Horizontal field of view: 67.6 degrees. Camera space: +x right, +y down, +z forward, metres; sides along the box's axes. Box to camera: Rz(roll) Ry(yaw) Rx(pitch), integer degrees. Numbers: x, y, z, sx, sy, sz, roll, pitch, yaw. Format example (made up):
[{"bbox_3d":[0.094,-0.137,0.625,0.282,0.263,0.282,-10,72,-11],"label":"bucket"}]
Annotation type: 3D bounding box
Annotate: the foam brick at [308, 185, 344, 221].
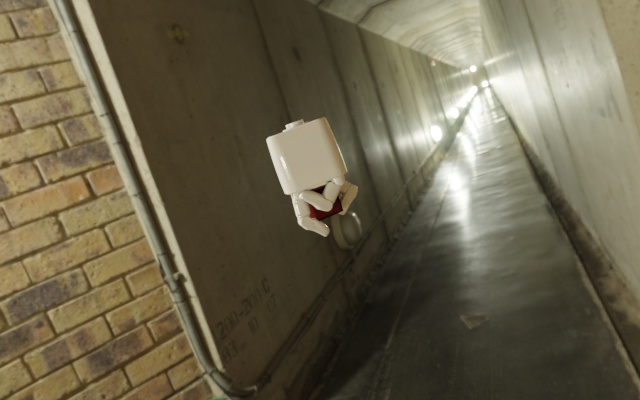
[{"bbox_3d":[0.000,0.003,0.885,0.053,0.051,0.078,-23,8,-16],"label":"foam brick"}]
